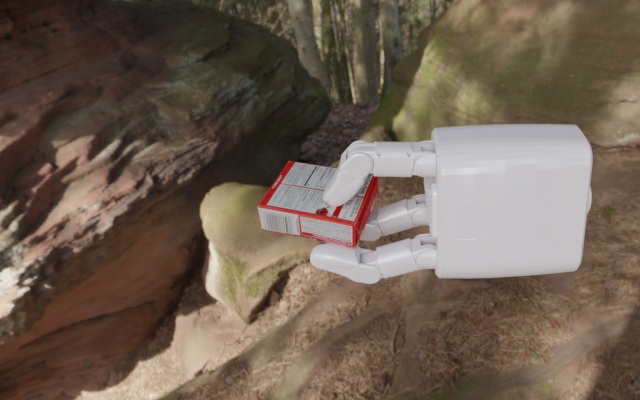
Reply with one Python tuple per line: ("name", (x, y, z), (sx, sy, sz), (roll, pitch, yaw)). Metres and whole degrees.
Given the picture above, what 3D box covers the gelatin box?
("gelatin box", (0.000, 0.001, 0.420), (0.089, 0.030, 0.073), (10, 40, 16))
